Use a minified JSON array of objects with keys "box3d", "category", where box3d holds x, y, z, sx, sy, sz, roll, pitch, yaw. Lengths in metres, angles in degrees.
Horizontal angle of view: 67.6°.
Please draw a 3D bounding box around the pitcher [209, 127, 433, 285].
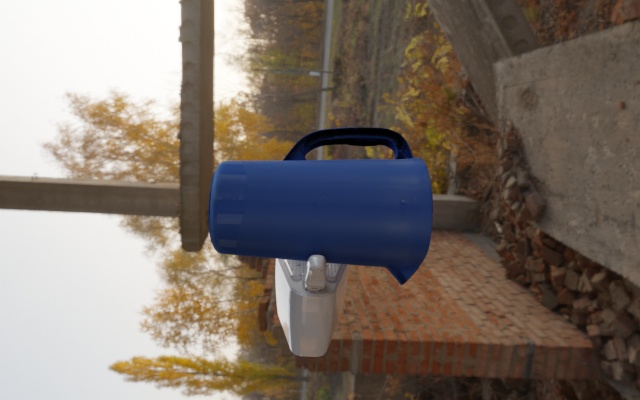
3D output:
[{"box3d":[0.000,0.002,0.561,0.243,0.145,0.149,2,30,-3],"category":"pitcher"}]
